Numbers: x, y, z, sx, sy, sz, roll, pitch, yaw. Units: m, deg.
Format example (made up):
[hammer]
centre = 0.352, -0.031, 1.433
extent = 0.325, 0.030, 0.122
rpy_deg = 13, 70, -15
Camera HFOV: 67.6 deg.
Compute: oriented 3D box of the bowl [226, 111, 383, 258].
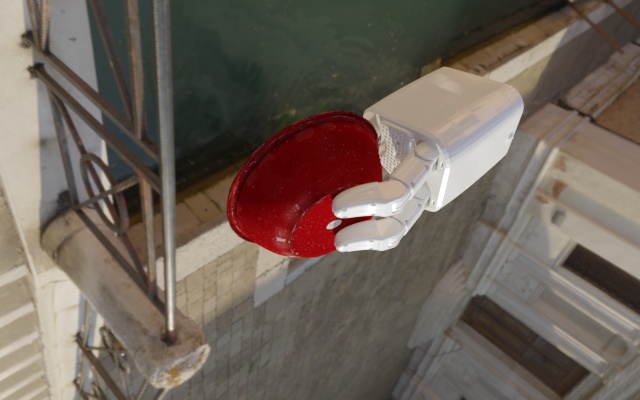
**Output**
[bowl]
centre = -0.001, 0.002, 0.431
extent = 0.162, 0.162, 0.055
rpy_deg = 0, 43, -43
